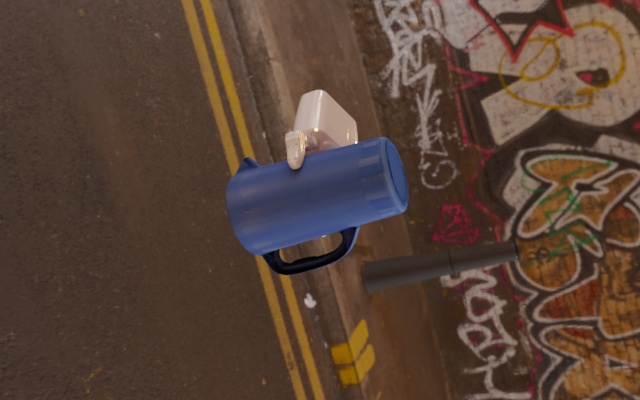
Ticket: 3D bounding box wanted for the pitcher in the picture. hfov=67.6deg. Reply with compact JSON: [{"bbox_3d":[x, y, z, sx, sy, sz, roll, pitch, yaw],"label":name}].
[{"bbox_3d":[0.000,0.002,0.692,0.243,0.145,0.149,-15,-45,21],"label":"pitcher"}]
